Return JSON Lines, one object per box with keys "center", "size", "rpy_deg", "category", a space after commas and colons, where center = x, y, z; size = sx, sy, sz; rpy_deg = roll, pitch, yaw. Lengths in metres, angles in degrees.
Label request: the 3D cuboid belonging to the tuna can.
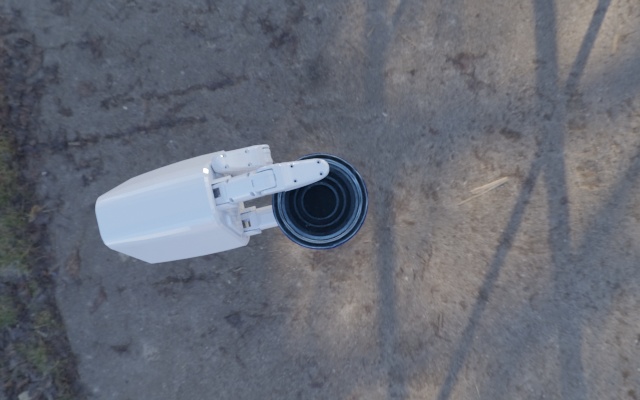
{"center": [0.000, 0.001, 0.426], "size": [0.086, 0.086, 0.034], "rpy_deg": [0, -4, 3], "category": "tuna can"}
